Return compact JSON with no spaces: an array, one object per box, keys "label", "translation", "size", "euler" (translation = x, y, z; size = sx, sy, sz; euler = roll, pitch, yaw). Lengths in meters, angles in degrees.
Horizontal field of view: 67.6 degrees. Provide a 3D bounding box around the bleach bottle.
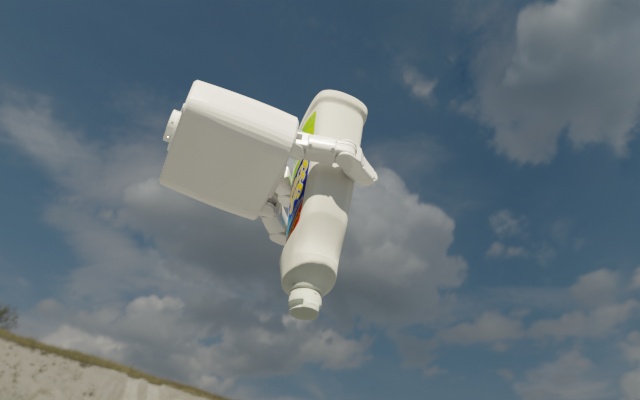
[{"label":"bleach bottle","translation":[0.000,0.002,0.509],"size":[0.068,0.250,0.103],"euler":[19,-40,-15]}]
